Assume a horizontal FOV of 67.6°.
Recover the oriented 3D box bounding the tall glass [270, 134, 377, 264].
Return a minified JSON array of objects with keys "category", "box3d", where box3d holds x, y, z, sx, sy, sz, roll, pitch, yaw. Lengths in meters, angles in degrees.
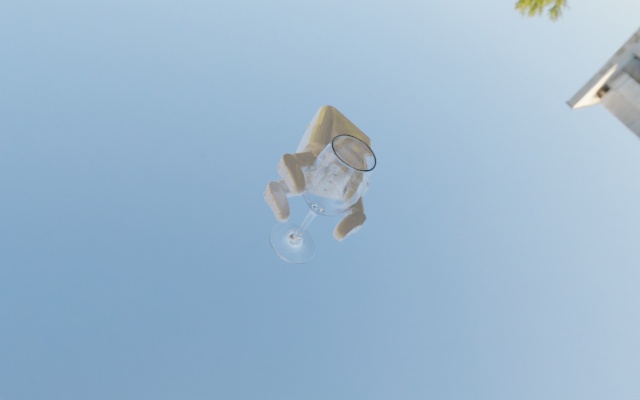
[{"category":"tall glass","box3d":[0.000,0.003,0.648,0.079,0.079,0.201,0,-37,-32]}]
